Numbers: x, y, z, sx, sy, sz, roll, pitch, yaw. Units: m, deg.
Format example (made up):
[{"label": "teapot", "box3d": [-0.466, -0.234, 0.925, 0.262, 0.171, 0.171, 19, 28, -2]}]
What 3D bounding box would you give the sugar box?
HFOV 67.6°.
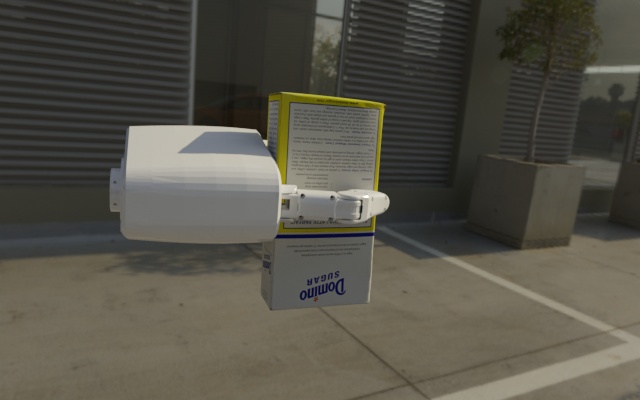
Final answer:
[{"label": "sugar box", "box3d": [0.000, 0.001, 0.409, 0.093, 0.176, 0.048, 1, 12, -20]}]
